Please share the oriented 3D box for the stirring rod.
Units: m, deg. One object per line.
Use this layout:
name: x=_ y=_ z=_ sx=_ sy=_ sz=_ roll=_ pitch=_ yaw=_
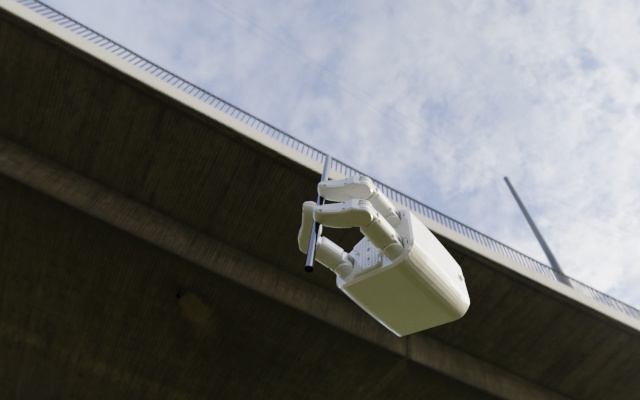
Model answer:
stirring rod: x=0.000 y=0.002 z=0.524 sx=0.011 sy=0.011 sz=0.239 roll=0 pitch=29 yaw=6
